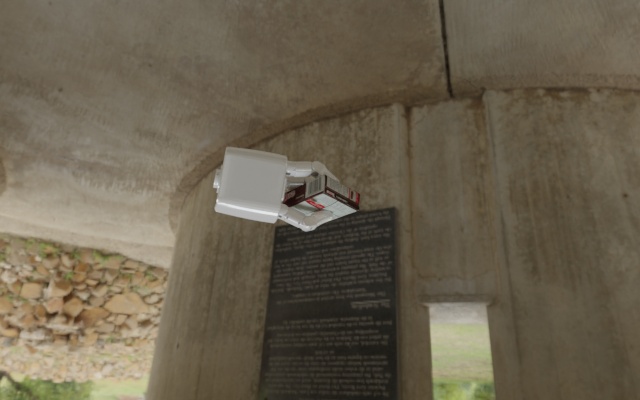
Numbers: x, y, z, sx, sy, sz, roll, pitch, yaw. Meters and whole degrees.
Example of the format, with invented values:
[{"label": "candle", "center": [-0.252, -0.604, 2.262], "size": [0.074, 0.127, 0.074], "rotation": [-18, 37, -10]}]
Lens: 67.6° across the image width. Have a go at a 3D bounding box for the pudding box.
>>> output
[{"label": "pudding box", "center": [0.000, 0.003, 0.853], "size": [0.090, 0.039, 0.113], "rotation": [26, -33, -36]}]
